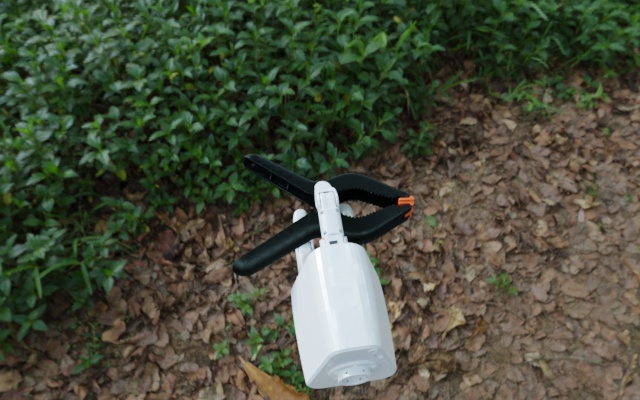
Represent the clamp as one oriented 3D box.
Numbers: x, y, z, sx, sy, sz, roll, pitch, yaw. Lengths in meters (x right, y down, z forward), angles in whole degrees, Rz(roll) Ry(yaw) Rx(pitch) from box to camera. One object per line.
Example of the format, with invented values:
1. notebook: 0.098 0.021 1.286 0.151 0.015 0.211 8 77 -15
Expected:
1. clamp: 0.001 0.001 0.556 0.210 0.164 0.036 -7 -35 -5
